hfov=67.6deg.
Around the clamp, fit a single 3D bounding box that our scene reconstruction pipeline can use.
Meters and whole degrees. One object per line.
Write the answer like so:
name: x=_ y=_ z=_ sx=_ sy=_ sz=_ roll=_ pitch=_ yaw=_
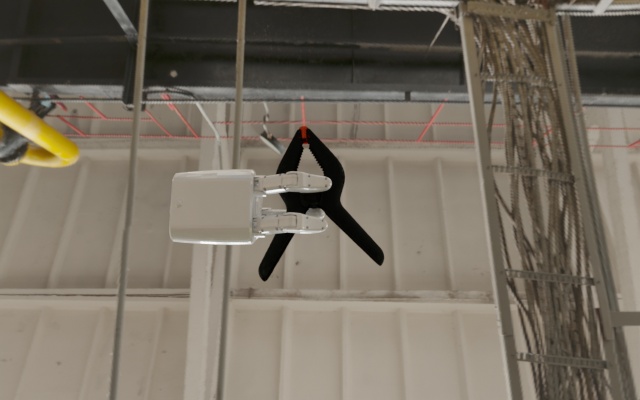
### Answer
clamp: x=0.000 y=0.002 z=0.644 sx=0.164 sy=0.210 sz=0.036 roll=-1 pitch=-13 yaw=0
